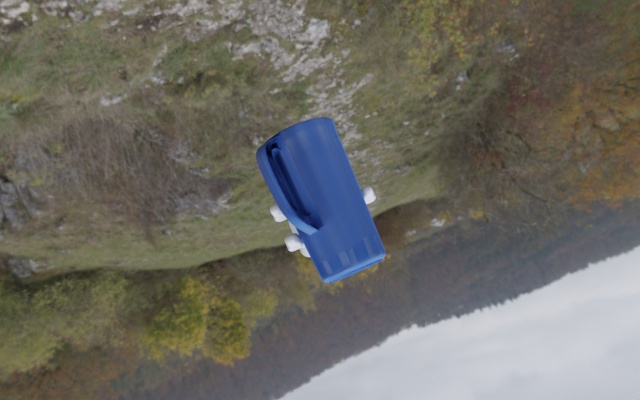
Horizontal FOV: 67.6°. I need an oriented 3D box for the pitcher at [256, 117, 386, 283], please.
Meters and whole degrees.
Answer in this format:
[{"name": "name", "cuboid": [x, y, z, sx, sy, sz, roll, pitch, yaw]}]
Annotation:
[{"name": "pitcher", "cuboid": [0.000, 0.002, 0.750, 0.149, 0.242, 0.145, -22, -11, -12]}]
